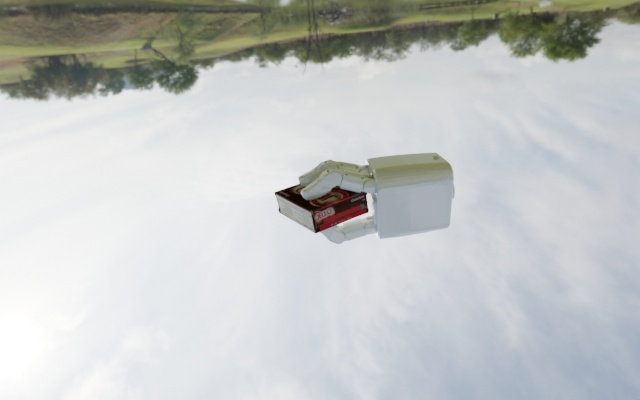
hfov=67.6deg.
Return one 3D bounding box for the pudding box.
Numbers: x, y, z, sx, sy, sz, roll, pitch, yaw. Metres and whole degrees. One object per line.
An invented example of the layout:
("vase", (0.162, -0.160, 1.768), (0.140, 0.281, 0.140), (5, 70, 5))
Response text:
("pudding box", (0.000, 0.002, 0.679), (0.090, 0.039, 0.113), (-19, 21, -27))
